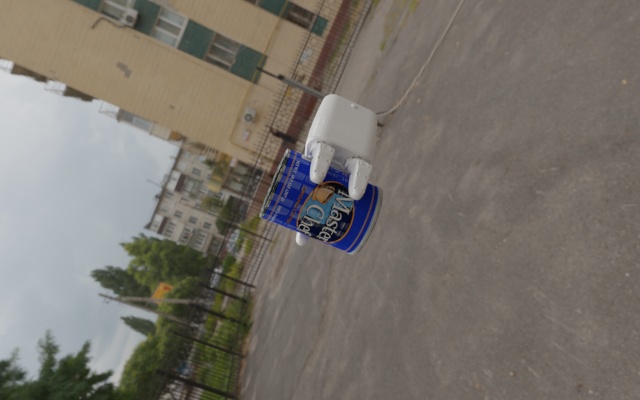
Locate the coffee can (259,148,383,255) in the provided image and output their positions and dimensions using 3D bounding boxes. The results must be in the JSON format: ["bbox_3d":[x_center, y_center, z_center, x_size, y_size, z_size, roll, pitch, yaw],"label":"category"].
[{"bbox_3d":[0.000,0.002,0.657,0.140,0.103,0.103,23,-4,-9],"label":"coffee can"}]
